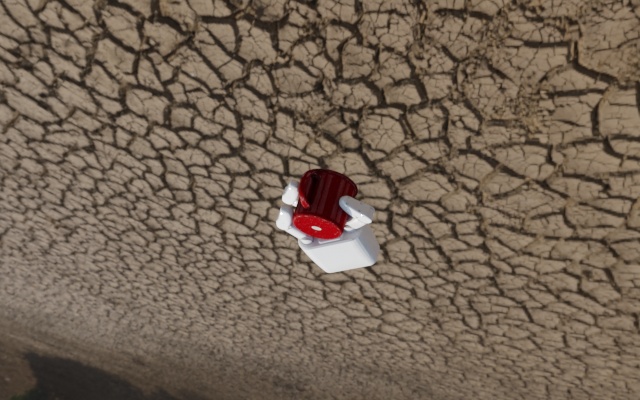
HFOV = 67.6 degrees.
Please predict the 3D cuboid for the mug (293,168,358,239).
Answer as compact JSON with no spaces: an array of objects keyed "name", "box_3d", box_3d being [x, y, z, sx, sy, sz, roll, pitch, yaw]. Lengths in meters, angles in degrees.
[{"name":"mug","box_3d":[0.000,0.002,0.741,0.093,0.081,0.117,1,-31,28]}]
